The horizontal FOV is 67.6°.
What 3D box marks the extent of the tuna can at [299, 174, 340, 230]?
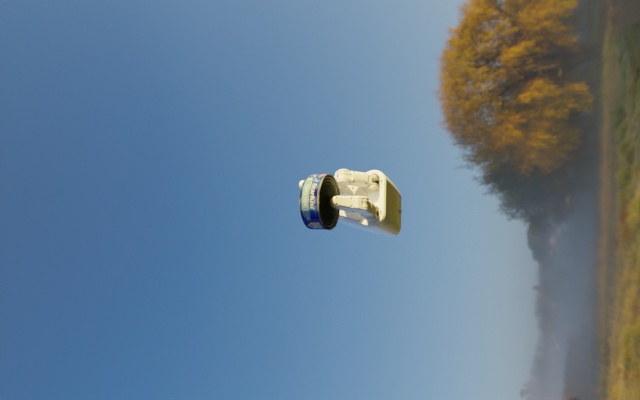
[{"bbox_3d":[0.000,0.002,0.732,0.034,0.086,0.086,-1,0,24],"label":"tuna can"}]
